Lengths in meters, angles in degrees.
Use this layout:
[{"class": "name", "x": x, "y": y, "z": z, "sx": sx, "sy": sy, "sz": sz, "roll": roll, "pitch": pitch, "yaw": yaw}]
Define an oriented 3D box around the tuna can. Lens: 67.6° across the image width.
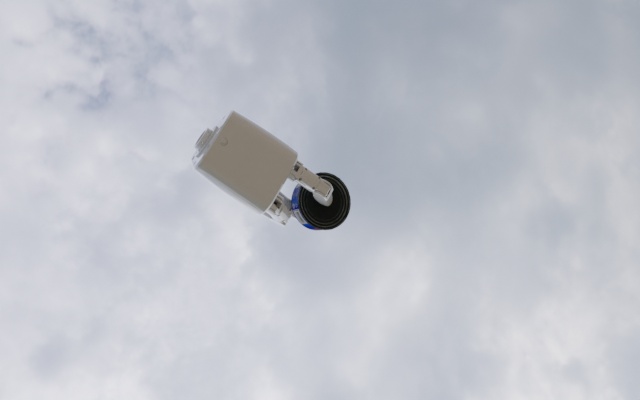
[{"class": "tuna can", "x": 0.000, "y": 0.002, "z": 0.716, "sx": 0.086, "sy": 0.086, "sz": 0.034, "roll": 0, "pitch": -5, "yaw": -25}]
